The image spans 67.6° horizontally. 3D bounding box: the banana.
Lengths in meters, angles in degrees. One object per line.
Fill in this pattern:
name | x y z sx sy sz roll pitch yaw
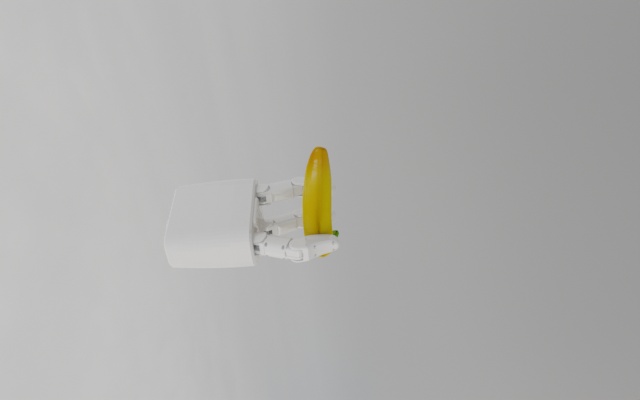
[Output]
banana | -0.001 0.019 0.593 0.037 0.069 0.198 2 -34 7
